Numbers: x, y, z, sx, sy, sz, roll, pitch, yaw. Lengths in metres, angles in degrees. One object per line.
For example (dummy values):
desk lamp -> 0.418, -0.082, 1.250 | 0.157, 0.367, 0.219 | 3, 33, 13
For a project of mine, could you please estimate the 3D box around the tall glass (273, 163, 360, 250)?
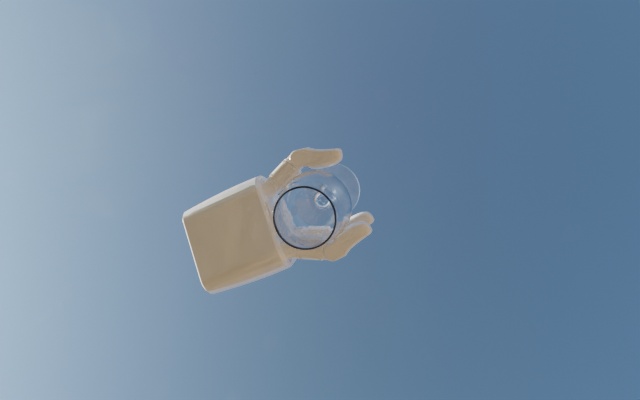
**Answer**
tall glass -> 0.000, 0.002, 0.545 | 0.079, 0.079, 0.201 | 0, 9, 9
